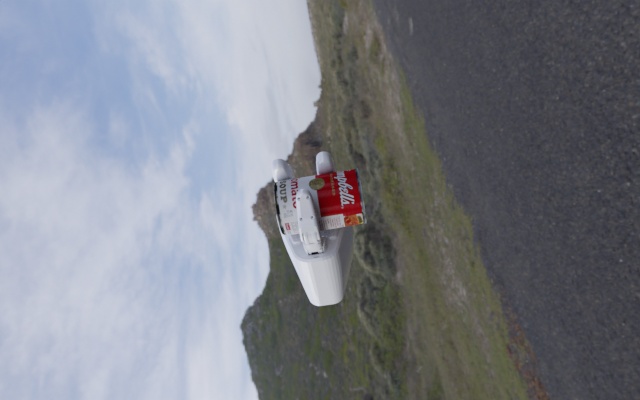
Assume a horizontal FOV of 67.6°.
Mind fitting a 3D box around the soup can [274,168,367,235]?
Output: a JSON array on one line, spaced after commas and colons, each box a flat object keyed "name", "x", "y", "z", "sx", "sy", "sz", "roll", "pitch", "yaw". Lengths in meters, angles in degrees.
[{"name": "soup can", "x": 0.000, "y": 0.002, "z": 0.578, "sx": 0.102, "sy": 0.068, "sz": 0.068, "roll": -9, "pitch": -1, "yaw": 3}]
